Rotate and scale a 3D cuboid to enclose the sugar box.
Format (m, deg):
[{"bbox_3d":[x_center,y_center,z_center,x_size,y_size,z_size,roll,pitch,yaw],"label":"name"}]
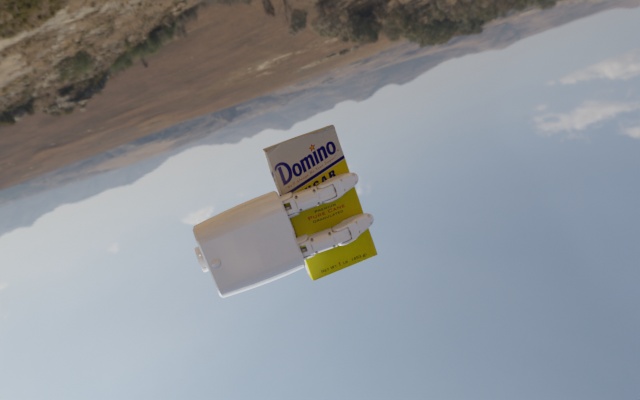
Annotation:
[{"bbox_3d":[0.000,0.002,0.608,0.093,0.176,0.048,-22,12,-9],"label":"sugar box"}]
